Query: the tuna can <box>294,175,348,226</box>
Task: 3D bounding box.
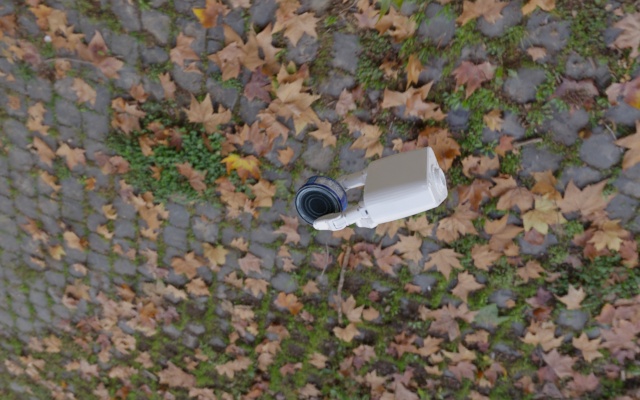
[{"bbox_3d":[0.000,0.003,0.801,0.086,0.086,0.033,0,31,22],"label":"tuna can"}]
